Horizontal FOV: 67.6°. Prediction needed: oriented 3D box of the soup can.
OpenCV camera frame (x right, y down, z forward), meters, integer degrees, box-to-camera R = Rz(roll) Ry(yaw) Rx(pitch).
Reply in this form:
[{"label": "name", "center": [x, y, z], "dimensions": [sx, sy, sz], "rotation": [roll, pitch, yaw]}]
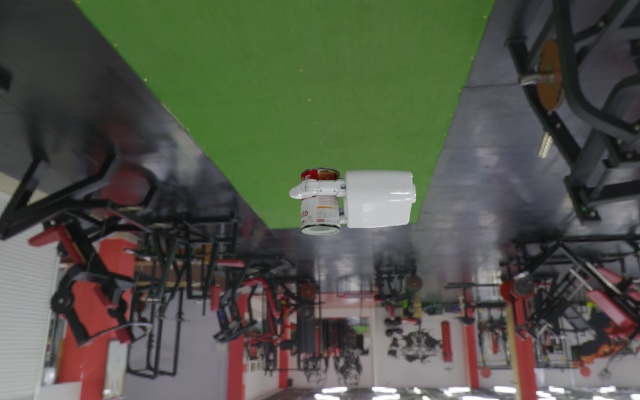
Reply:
[{"label": "soup can", "center": [0.000, 0.003, 0.813], "dimensions": [0.068, 0.102, 0.068], "rotation": [-1, -17, 0]}]
